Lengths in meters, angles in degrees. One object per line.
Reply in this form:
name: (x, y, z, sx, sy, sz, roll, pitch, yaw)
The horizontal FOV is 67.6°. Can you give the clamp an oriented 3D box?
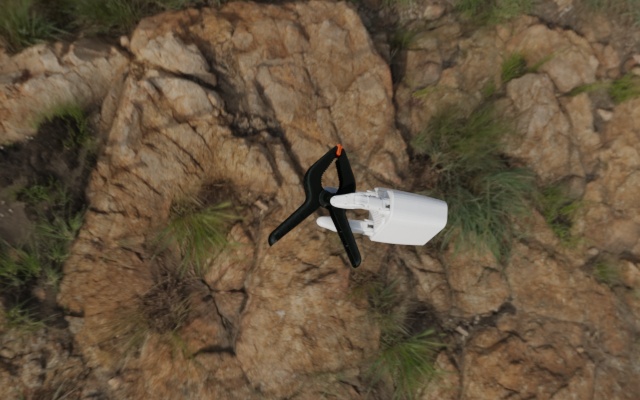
clamp: (0.001, 0.002, 0.819, 0.164, 0.210, 0.036, 9, -13, -16)
